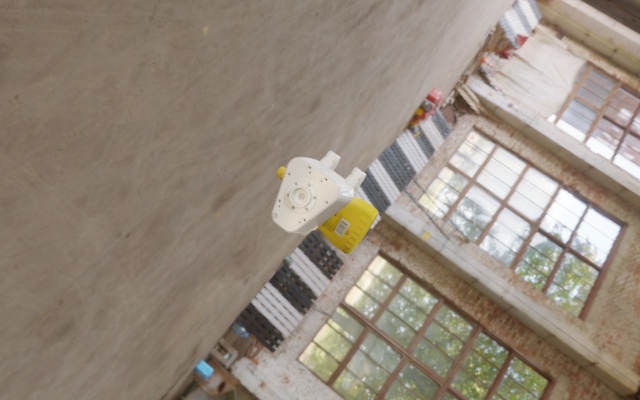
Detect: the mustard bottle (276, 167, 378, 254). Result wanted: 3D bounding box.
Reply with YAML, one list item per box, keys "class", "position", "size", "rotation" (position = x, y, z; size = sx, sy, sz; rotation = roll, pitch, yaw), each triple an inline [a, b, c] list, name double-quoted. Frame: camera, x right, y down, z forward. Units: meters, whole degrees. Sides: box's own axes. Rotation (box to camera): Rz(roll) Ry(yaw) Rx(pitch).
- class: "mustard bottle"
  position: [0.000, 0.003, 0.840]
  size: [0.191, 0.096, 0.058]
  rotation: [37, 32, 11]
